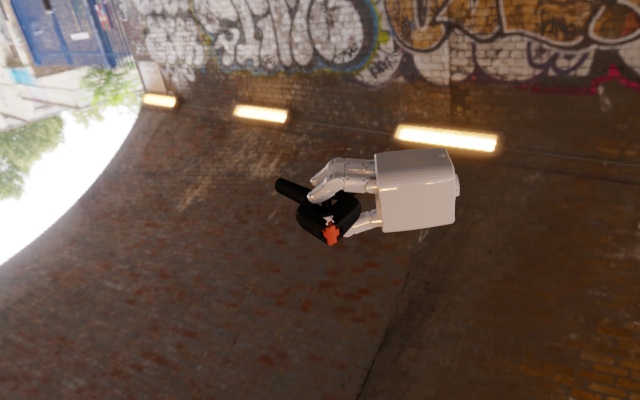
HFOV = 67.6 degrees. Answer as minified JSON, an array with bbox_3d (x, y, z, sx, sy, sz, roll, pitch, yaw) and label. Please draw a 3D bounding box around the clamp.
[{"bbox_3d":[0.000,0.003,0.719,0.164,0.036,0.210,-6,26,8],"label":"clamp"}]
